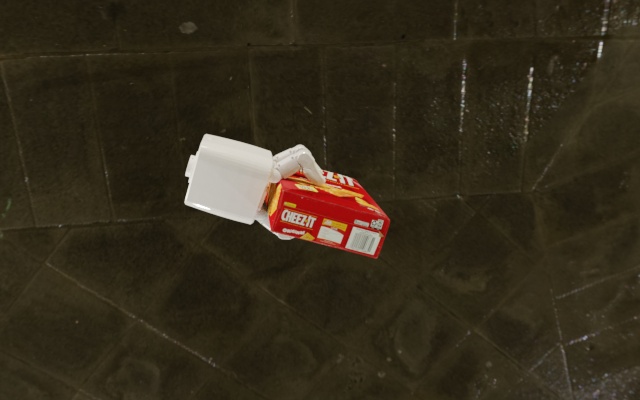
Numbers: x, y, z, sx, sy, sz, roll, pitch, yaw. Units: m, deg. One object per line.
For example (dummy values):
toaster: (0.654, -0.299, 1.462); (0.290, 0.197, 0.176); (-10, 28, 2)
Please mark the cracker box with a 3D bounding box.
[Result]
cracker box: (0.000, 0.003, 0.759); (0.164, 0.072, 0.213); (15, 15, -14)
